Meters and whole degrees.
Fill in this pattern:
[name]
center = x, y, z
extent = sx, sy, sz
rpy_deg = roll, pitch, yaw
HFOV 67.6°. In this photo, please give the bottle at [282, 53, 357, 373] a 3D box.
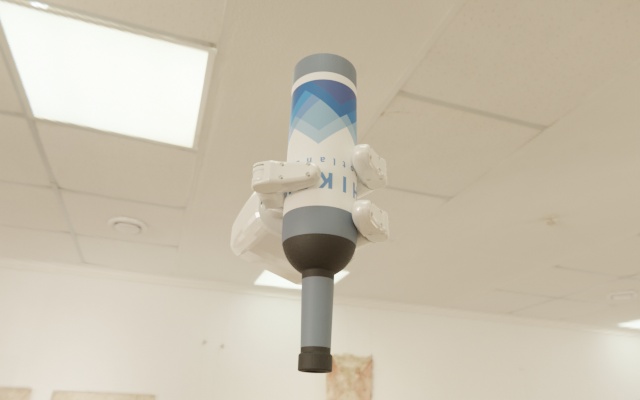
[bottle]
center = 0.000, 0.001, 0.437
extent = 0.069, 0.295, 0.069
rpy_deg = 2, -25, 1
